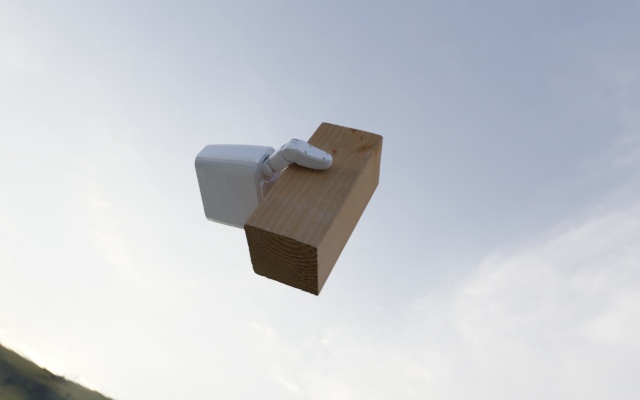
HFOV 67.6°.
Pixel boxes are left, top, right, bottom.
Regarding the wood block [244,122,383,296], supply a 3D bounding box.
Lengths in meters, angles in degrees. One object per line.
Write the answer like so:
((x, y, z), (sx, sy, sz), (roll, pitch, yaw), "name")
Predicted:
((0.000, 0.002, 0.596), (0.090, 0.091, 0.206), (16, 48, 18), "wood block")
